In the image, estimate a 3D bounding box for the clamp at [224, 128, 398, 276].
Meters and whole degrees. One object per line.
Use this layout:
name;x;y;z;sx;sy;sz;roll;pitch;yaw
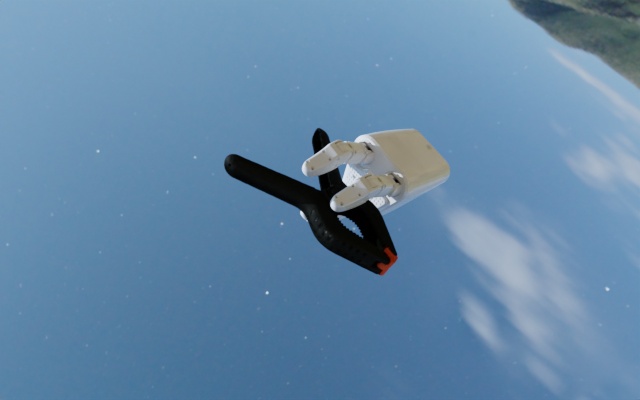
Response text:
clamp;0.000;0.003;0.543;0.164;0.210;0.036;-18;-29;-41
